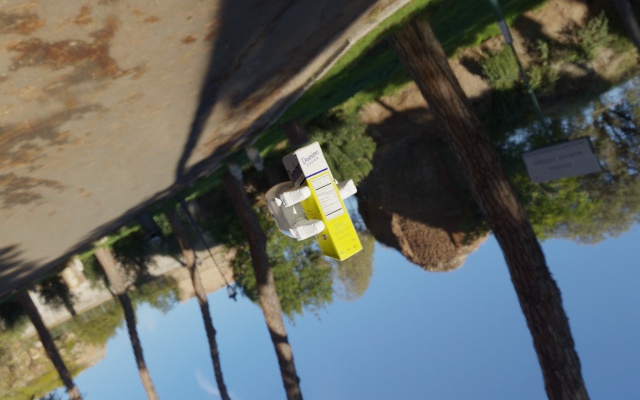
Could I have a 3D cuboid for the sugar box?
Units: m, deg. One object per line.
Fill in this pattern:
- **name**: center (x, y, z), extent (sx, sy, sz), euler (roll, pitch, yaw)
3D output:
- **sugar box**: center (0.000, 0.003, 0.740), extent (0.048, 0.176, 0.093), euler (-28, 6, -16)
